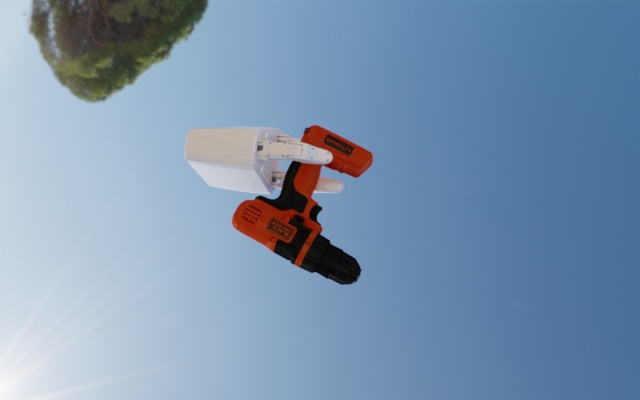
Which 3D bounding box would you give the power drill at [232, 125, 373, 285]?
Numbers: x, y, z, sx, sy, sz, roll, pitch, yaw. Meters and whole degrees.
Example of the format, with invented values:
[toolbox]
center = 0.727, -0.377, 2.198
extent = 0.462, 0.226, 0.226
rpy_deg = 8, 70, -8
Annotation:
[power drill]
center = 0.000, 0.002, 0.650
extent = 0.184, 0.187, 0.057
rpy_deg = 28, -23, 3
